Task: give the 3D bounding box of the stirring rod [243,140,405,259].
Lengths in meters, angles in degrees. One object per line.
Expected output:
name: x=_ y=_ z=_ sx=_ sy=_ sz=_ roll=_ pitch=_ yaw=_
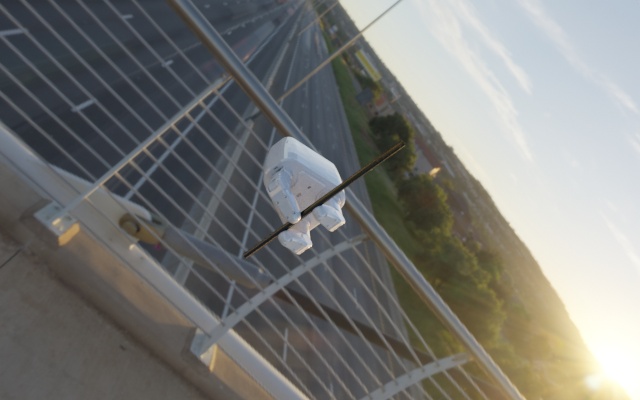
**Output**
stirring rod: x=0.000 y=0.002 z=0.575 sx=0.239 sy=0.011 sz=0.011 roll=-36 pitch=-10 yaw=13
